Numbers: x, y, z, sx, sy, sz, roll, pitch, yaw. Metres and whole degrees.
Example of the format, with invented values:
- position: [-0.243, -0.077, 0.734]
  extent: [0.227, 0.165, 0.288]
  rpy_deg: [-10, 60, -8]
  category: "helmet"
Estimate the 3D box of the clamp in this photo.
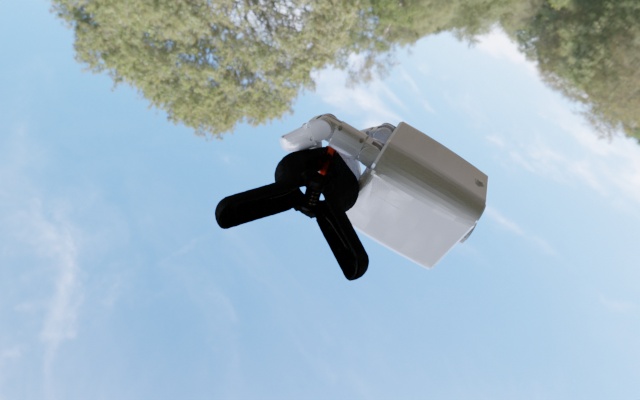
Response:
- position: [0.000, 0.002, 0.411]
  extent: [0.120, 0.039, 0.171]
  rpy_deg: [32, 34, 4]
  category: "clamp"
